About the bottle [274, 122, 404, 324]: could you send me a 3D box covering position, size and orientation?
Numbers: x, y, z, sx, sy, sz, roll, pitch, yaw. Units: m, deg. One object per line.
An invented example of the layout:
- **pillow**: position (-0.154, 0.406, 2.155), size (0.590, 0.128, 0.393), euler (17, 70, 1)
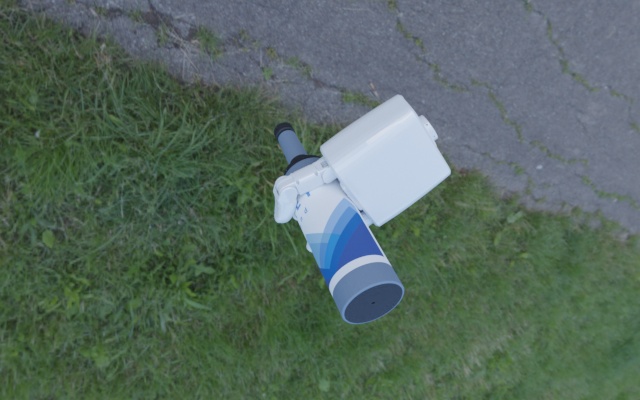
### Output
- **bottle**: position (0.000, 0.002, 0.558), size (0.069, 0.069, 0.295), euler (0, 42, -28)
